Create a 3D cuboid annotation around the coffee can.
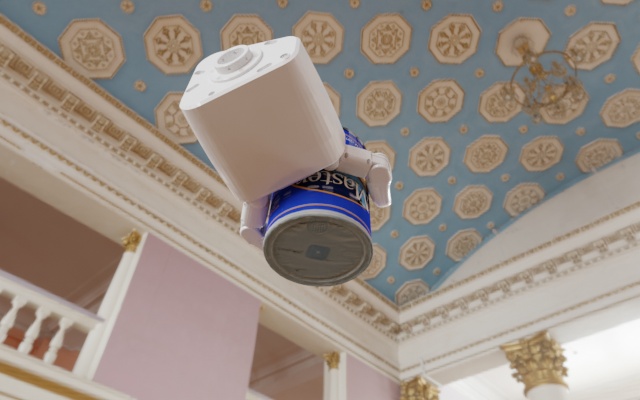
[{"bbox_3d":[0.000,0.002,0.492,0.103,0.103,0.140,0,43,3],"label":"coffee can"}]
